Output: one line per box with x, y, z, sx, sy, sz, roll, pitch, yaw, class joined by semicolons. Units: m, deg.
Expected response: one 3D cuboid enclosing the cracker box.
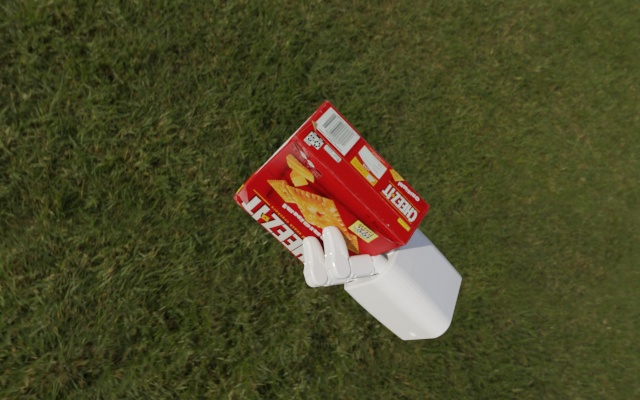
0.000;0.002;0.582;0.072;0.164;0.214;-50;9;-31;cracker box
